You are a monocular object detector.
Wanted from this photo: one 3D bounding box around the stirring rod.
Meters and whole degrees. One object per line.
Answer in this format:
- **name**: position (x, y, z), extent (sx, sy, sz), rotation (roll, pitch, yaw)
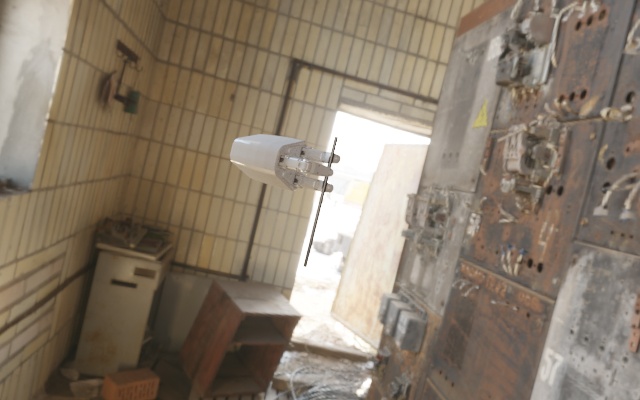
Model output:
- **stirring rod**: position (0.000, 0.003, 0.855), extent (0.011, 0.239, 0.011), rotation (14, 2, 0)
